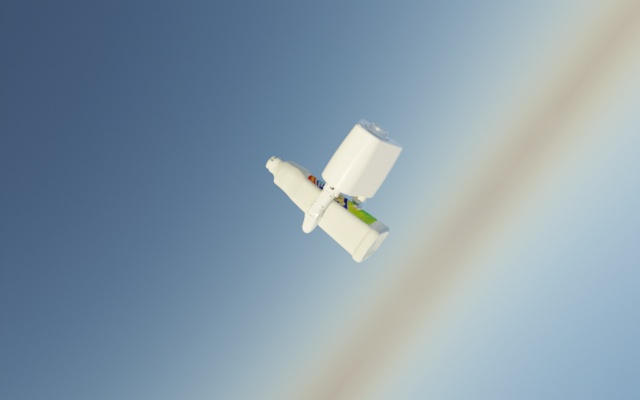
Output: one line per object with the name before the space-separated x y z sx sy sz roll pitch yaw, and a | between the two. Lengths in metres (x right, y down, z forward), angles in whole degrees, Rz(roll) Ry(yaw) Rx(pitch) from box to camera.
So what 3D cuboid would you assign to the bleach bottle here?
bleach bottle | 0.000 0.003 0.852 0.251 0.068 0.102 38 17 15
